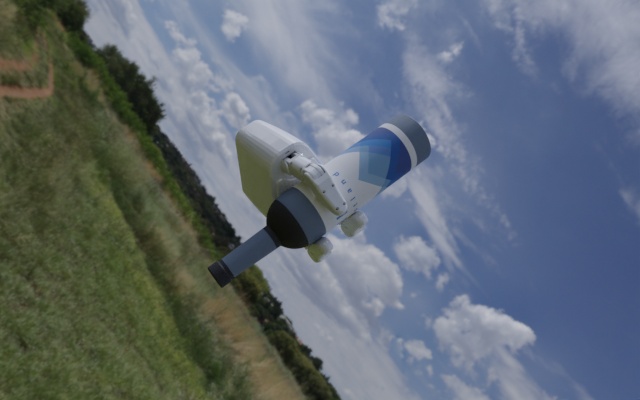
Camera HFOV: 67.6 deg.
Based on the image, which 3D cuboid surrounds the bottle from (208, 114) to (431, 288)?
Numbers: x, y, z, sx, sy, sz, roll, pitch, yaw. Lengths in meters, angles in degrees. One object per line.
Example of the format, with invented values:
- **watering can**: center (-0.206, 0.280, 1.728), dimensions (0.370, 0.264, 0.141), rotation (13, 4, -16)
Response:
- **bottle**: center (0.000, 0.002, 0.557), dimensions (0.295, 0.069, 0.069), rotation (-36, 11, -17)
